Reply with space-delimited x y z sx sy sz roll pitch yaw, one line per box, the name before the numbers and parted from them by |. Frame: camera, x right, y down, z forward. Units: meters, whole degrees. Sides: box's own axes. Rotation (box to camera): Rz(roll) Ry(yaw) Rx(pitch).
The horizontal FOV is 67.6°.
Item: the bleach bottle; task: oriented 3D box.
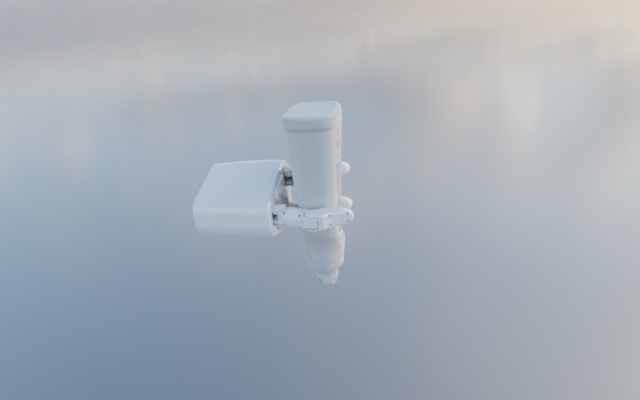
bleach bottle | 0.000 0.002 0.633 0.068 0.251 0.102 0 23 11
